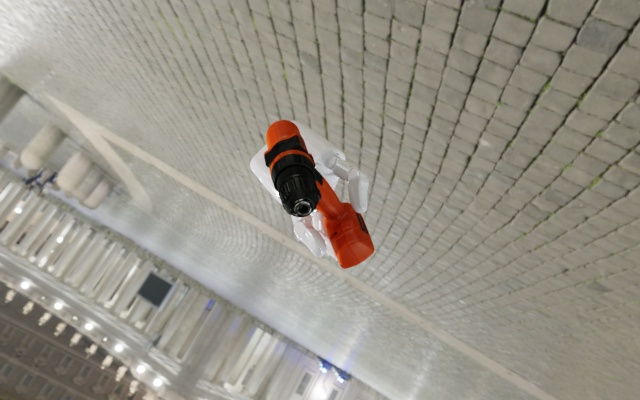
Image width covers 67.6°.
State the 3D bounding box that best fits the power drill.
[{"bbox_3d":[0.000,0.002,0.603,0.057,0.188,0.184,-29,35,10],"label":"power drill"}]
